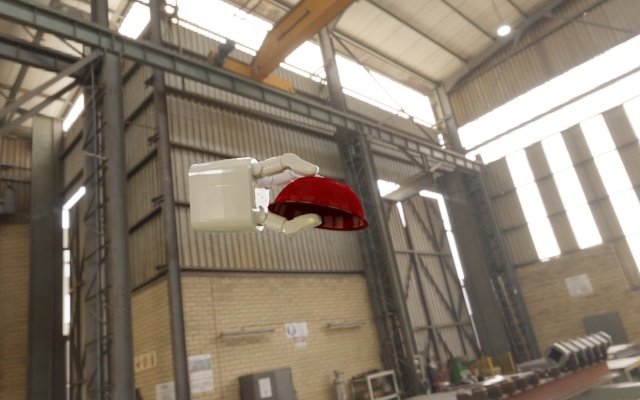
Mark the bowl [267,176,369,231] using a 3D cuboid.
[{"bbox_3d":[0.002,0.002,0.758,0.162,0.055,0.162,10,-15,3],"label":"bowl"}]
